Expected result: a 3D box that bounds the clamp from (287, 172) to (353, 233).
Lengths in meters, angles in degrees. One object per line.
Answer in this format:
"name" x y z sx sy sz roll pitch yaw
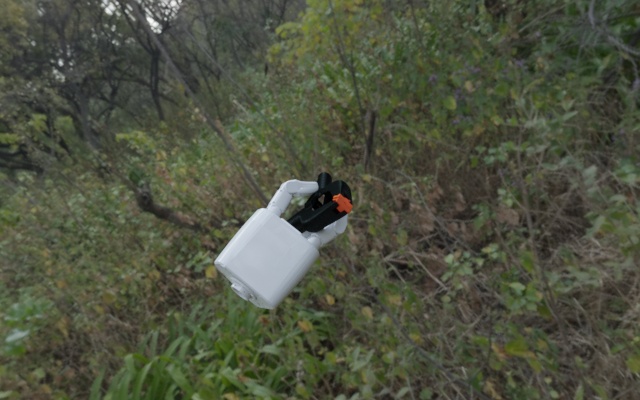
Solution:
"clamp" 0.000 0.002 0.756 0.036 0.164 0.210 43 -24 -14
